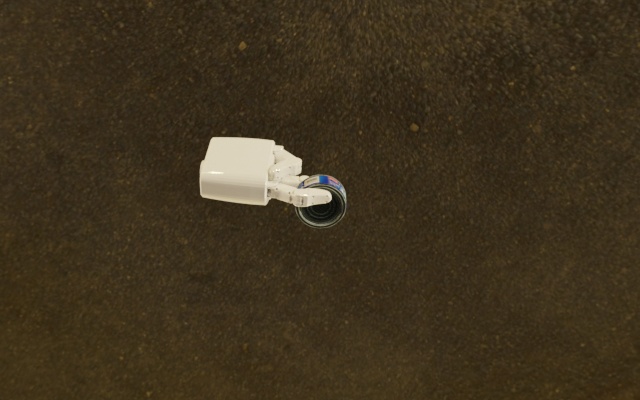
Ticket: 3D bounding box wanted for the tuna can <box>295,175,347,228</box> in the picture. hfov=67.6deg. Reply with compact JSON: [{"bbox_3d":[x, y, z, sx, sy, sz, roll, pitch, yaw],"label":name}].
[{"bbox_3d":[0.000,0.003,0.785,0.086,0.086,0.033,0,29,-1],"label":"tuna can"}]
